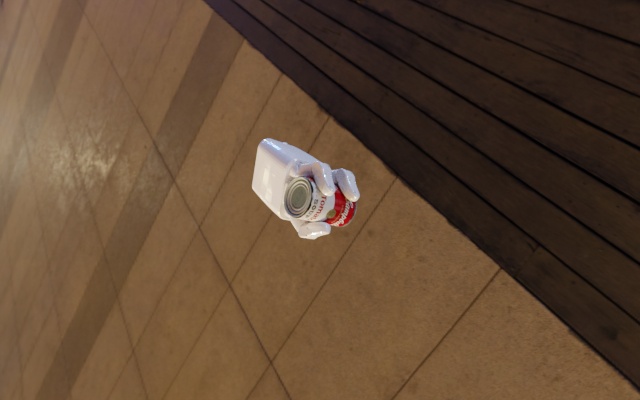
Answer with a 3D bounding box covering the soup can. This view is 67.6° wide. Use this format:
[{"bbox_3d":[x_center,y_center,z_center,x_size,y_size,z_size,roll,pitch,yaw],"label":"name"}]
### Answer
[{"bbox_3d":[0.000,0.003,0.768,0.102,0.068,0.068,13,-9,-43],"label":"soup can"}]
